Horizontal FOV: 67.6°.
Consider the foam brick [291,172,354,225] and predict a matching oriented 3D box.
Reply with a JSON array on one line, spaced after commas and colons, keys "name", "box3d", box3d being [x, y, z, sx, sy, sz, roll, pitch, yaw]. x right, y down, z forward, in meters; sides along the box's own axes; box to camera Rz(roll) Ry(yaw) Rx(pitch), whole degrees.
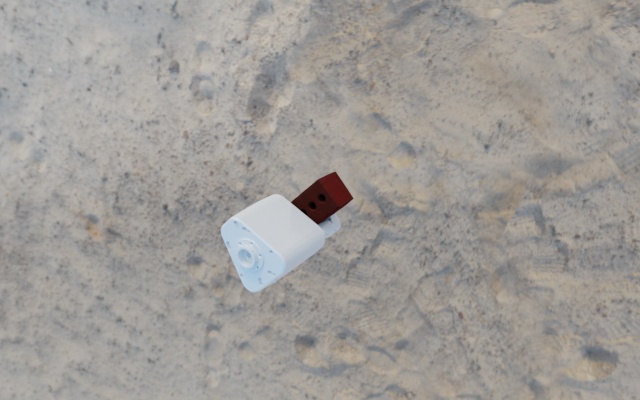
[{"name": "foam brick", "box3d": [0.000, 0.002, 0.727, 0.078, 0.053, 0.051, -40, -7, 34]}]
